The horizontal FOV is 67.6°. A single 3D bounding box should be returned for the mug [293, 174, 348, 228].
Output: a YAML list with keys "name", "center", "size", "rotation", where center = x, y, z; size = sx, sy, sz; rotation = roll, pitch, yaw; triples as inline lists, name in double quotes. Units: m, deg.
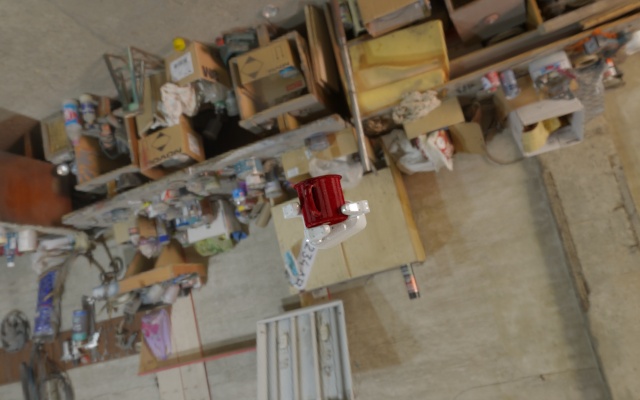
- name: "mug"
  center: [0.000, 0.003, 0.868]
  size: [0.093, 0.081, 0.117]
  rotation: [-16, -11, 15]
